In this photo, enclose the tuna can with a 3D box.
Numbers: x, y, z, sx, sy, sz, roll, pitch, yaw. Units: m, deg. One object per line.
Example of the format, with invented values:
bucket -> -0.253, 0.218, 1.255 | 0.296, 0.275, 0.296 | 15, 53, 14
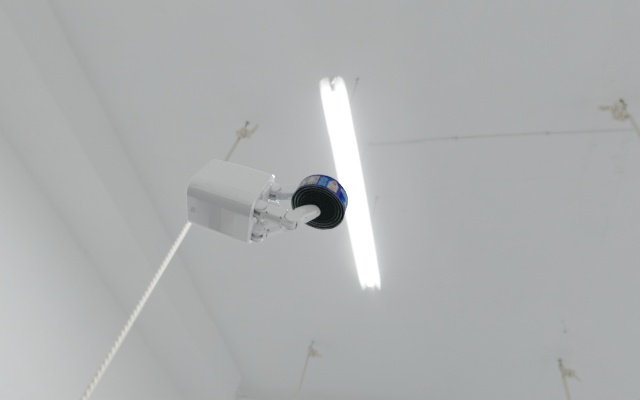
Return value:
tuna can -> 0.000, 0.002, 0.739 | 0.086, 0.086, 0.033 | 0, 37, 22
